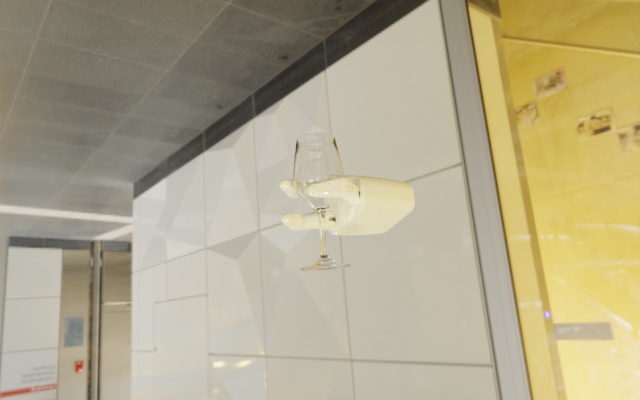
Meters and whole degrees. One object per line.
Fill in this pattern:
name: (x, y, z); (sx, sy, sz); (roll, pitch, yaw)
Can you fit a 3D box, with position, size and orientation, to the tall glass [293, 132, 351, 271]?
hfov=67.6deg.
tall glass: (0.000, 0.003, 0.718); (0.079, 0.201, 0.079); (-5, -13, -1)
